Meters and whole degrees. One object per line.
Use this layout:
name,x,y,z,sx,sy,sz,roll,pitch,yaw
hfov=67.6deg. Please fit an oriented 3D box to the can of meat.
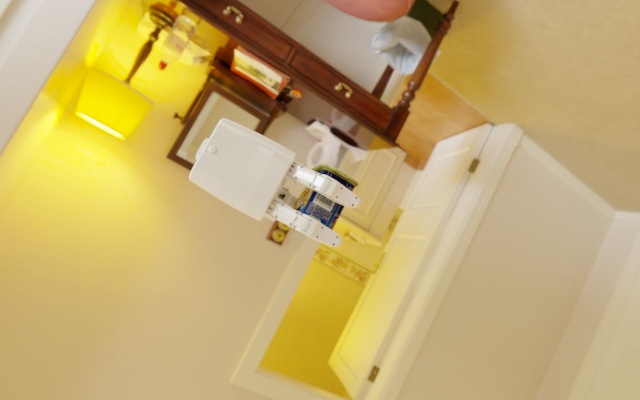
can of meat,0.000,0.002,0.659,0.057,0.084,0.102,29,-7,-10
